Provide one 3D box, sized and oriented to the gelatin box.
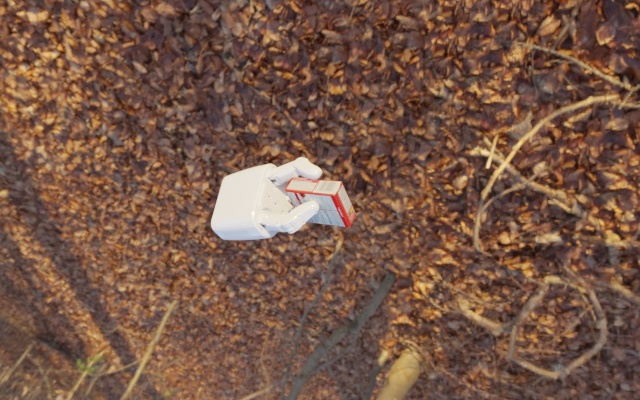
[{"bbox_3d":[0.000,0.003,0.706,0.089,0.030,0.073,6,-39,31],"label":"gelatin box"}]
